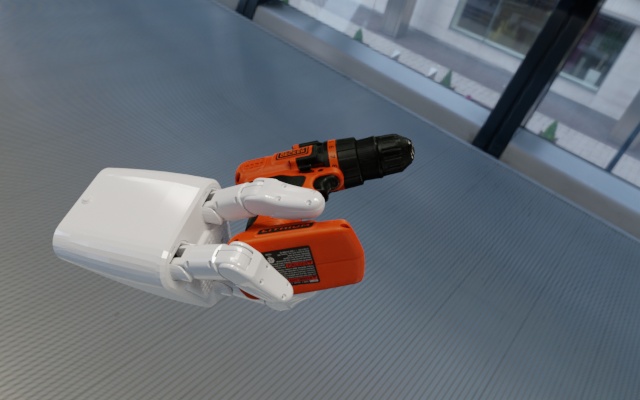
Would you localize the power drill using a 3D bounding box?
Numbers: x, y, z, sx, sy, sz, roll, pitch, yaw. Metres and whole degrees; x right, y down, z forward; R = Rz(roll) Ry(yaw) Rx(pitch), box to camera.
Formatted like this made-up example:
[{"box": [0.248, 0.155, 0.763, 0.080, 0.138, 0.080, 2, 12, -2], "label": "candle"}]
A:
[{"box": [0.000, 0.002, 0.428, 0.184, 0.057, 0.187, -12, 27, 10], "label": "power drill"}]
